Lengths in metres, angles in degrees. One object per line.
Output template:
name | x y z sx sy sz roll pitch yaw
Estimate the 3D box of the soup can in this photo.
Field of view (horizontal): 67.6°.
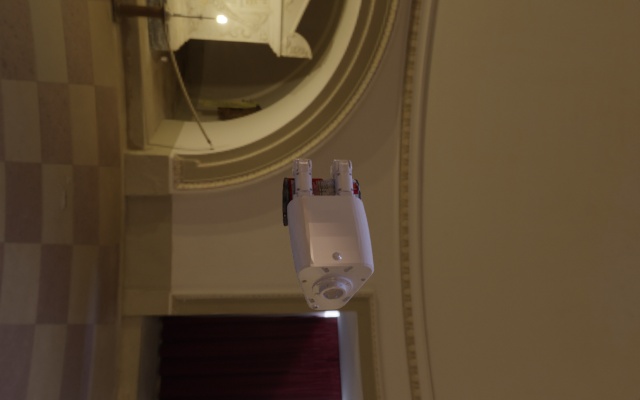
soup can | 0.000 0.002 0.668 0.102 0.068 0.068 0 0 -9
